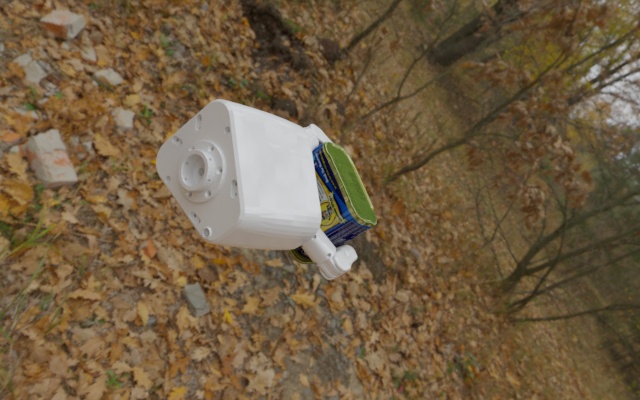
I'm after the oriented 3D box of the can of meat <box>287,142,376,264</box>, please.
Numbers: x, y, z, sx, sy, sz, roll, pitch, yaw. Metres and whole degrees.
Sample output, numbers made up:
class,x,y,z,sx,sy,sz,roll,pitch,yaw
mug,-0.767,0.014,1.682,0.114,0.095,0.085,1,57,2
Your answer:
class,x,y,z,sx,sy,sz,roll,pitch,yaw
can of meat,0.000,0.002,0.492,0.084,0.102,0.057,-33,-23,25
